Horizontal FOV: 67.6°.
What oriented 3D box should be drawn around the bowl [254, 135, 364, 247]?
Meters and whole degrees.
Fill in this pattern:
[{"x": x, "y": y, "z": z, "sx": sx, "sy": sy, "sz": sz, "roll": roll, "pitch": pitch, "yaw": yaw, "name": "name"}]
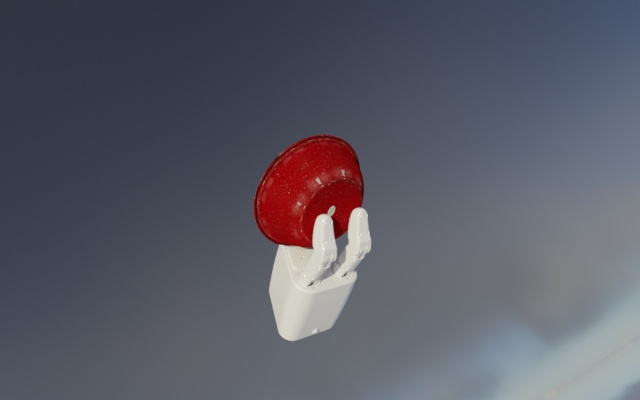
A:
[{"x": 0.000, "y": 0.001, "z": 0.598, "sx": 0.162, "sy": 0.162, "sz": 0.055, "roll": 0, "pitch": 28, "yaw": -39, "name": "bowl"}]
